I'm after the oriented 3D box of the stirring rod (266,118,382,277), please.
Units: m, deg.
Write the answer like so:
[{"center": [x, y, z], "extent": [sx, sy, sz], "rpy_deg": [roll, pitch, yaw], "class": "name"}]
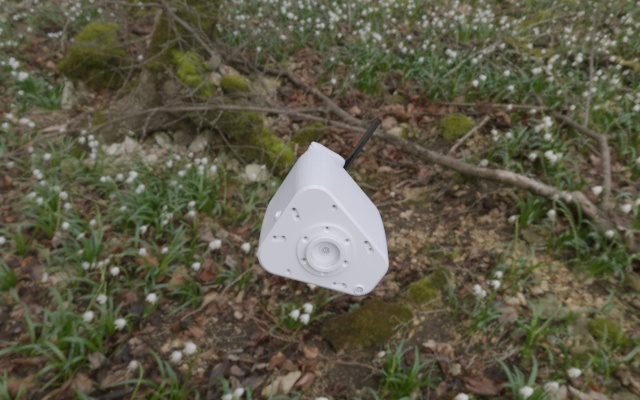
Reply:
[{"center": [0.000, 0.002, 0.578], "extent": [0.011, 0.239, 0.011], "rpy_deg": [32, 17, -11], "class": "stirring rod"}]
